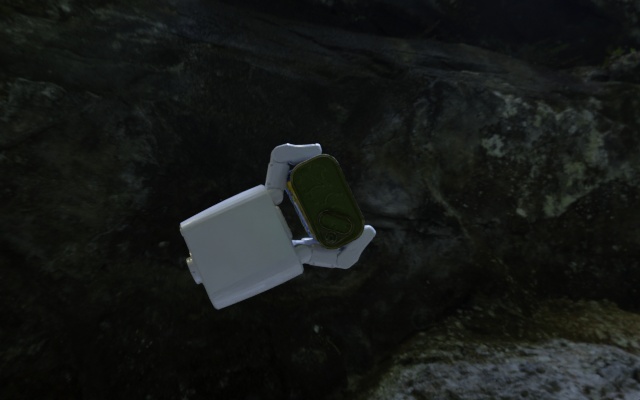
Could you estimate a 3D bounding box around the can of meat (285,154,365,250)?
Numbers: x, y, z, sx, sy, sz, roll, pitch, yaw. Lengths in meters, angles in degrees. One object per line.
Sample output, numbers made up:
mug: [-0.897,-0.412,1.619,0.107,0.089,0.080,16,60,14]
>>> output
can of meat: [0.000,0.002,0.557,0.057,0.102,0.084,-27,5,-11]
